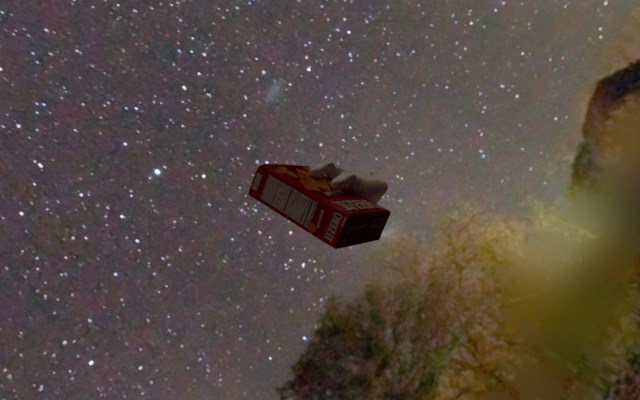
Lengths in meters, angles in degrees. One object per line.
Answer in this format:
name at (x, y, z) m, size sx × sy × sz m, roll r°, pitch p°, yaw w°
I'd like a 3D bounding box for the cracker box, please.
cracker box at (0.000, 0.003, 0.892) m, size 0.213 × 0.072 × 0.164 m, roll 29°, pitch 17°, yaw 29°
